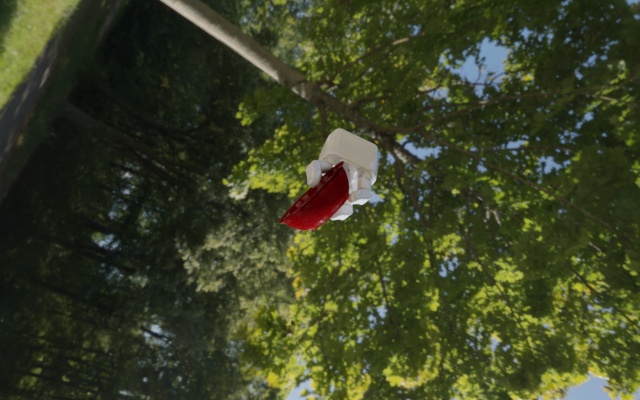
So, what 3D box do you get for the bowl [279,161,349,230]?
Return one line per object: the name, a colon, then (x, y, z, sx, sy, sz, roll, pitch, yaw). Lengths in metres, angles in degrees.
bowl: (0.000, 0.004, 0.861, 0.162, 0.055, 0.162, -43, 5, 5)
